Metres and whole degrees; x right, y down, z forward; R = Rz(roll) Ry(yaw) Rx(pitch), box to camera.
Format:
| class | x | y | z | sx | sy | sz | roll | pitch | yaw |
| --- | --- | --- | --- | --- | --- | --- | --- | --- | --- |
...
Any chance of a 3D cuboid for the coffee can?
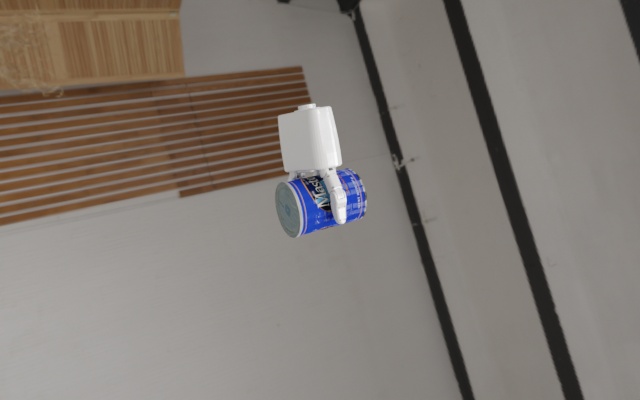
| class | x | y | z | sx | sy | sz | roll | pitch | yaw |
| --- | --- | --- | --- | --- | --- | --- | --- | --- | --- |
| coffee can | 0.000 | 0.003 | 0.887 | 0.140 | 0.103 | 0.103 | -14 | 6 | -26 |
